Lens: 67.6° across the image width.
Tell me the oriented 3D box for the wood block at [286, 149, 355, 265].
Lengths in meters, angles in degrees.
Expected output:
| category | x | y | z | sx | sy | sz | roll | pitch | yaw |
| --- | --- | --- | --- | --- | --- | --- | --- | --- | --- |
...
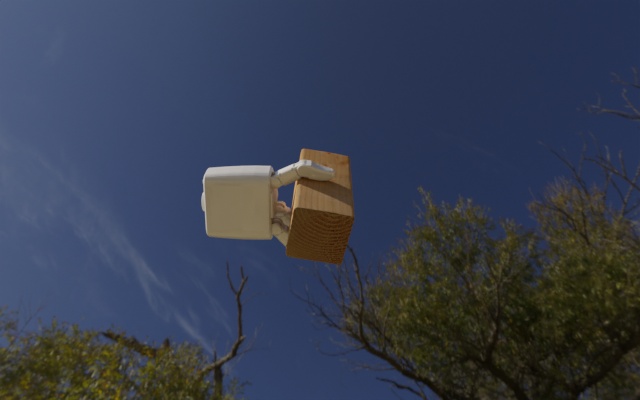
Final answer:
| category | x | y | z | sx | sy | sz | roll | pitch | yaw |
| --- | --- | --- | --- | --- | --- | --- | --- | --- | --- |
| wood block | 0.000 | 0.002 | 0.786 | 0.090 | 0.091 | 0.206 | 10 | 30 | -5 |
